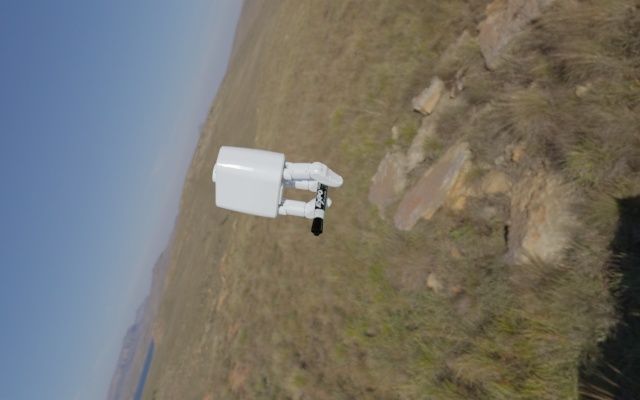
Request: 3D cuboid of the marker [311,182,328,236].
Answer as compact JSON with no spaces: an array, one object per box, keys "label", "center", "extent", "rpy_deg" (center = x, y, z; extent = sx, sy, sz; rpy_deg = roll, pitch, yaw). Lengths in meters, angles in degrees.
[{"label":"marker","center":[0.000,0.003,0.771],"extent":[0.020,0.121,0.020],"rpy_deg":[5,-31,3]}]
